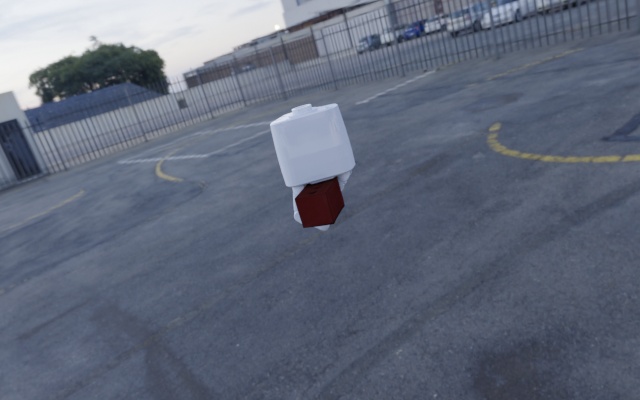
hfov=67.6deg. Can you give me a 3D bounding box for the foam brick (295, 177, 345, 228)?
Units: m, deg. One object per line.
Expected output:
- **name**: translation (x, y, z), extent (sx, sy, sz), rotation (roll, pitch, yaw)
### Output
- **foam brick**: translation (0.000, 0.003, 0.747), extent (0.053, 0.051, 0.078), rotation (-10, 18, 19)
